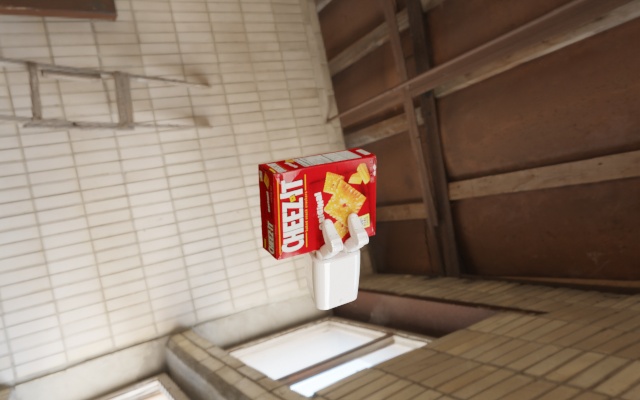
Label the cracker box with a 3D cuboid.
[{"bbox_3d":[0.000,0.003,0.874,0.213,0.164,0.072,-12,24,-28],"label":"cracker box"}]
